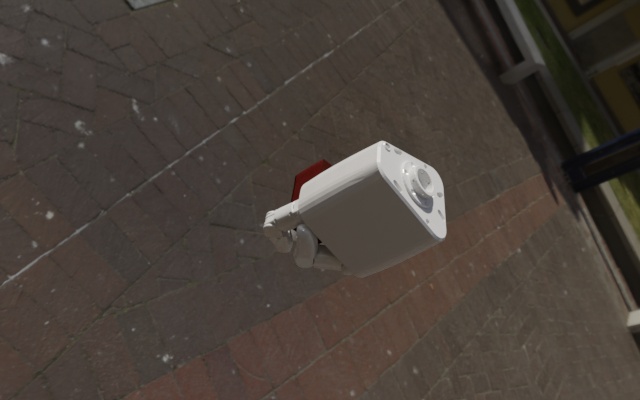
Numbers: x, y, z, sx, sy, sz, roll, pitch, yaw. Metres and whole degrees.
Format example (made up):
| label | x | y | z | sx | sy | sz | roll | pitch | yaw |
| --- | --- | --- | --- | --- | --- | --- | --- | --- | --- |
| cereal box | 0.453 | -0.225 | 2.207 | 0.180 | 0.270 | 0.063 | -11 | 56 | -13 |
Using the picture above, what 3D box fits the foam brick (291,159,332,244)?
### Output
| label | x | y | z | sx | sy | sz | roll | pitch | yaw |
| --- | --- | --- | --- | --- | --- | --- | --- | --- | --- |
| foam brick | 0.000 | 0.002 | 0.559 | 0.053 | 0.078 | 0.051 | 35 | -46 | -29 |
